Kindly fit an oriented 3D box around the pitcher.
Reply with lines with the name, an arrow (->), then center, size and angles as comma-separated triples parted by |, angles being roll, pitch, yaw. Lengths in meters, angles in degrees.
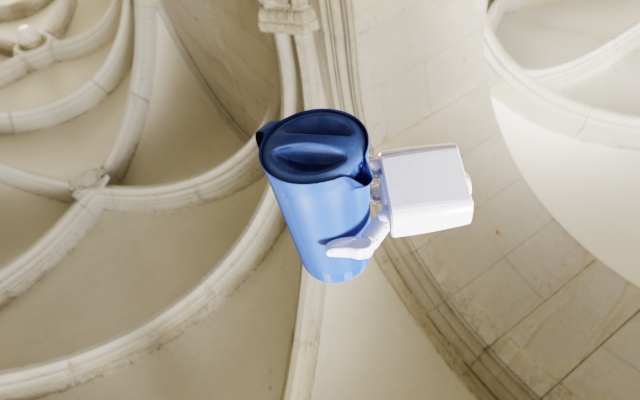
pitcher -> 0.000, 0.002, 0.656 | 0.145, 0.149, 0.243 | -9, -42, 3
